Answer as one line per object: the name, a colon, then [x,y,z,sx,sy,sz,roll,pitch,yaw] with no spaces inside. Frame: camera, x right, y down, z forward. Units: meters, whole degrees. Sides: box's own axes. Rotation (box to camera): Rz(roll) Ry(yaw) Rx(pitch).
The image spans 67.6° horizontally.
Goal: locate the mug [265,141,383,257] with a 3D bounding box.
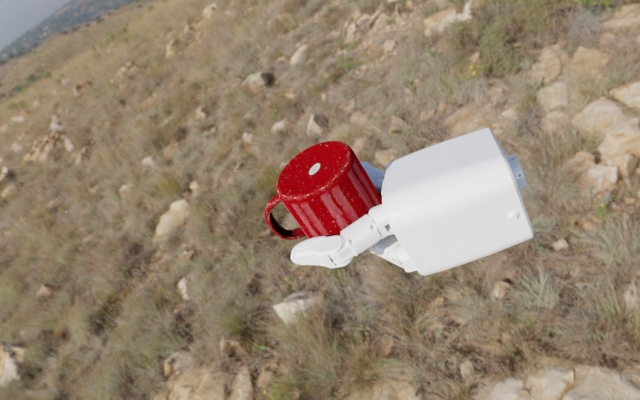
mug: [-0.001,0.002,0.464,0.117,0.081,0.093,-22,36,18]
